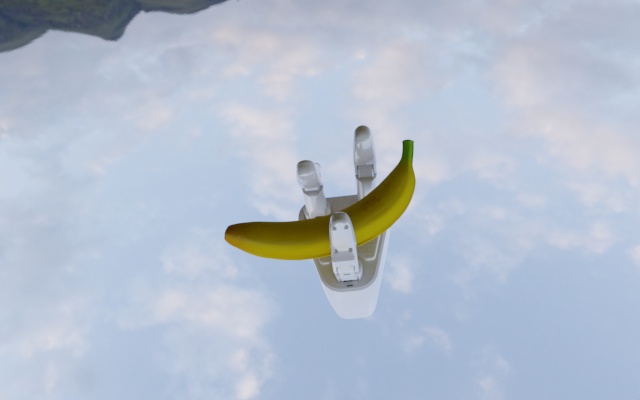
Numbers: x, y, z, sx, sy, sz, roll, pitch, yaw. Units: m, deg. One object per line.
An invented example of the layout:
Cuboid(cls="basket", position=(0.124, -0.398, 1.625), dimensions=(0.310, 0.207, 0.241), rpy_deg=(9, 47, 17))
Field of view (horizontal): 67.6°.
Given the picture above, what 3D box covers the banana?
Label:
Cuboid(cls="banana", position=(0.011, 0.016, 0.445), dimensions=(0.198, 0.069, 0.037), rpy_deg=(-26, -14, -4))
